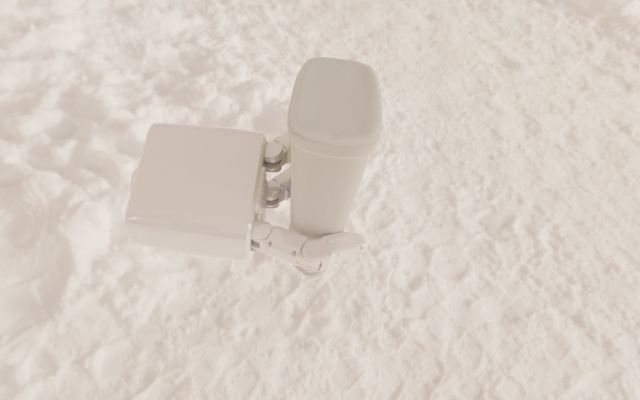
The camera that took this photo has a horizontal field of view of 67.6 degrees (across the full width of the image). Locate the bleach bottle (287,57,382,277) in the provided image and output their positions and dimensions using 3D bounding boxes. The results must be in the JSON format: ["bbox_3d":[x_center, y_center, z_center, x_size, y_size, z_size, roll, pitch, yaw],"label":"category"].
[{"bbox_3d":[0.000,0.001,0.441,0.068,0.102,0.251,7,-40,-1],"label":"bleach bottle"}]
